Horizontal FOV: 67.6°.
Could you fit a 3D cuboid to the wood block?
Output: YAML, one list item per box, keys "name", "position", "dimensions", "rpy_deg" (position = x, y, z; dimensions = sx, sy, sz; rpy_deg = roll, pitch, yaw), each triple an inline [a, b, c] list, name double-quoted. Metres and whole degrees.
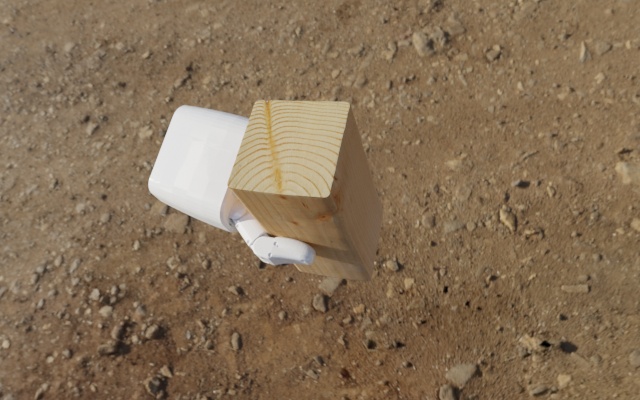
- name: "wood block"
  position: [0.000, 0.002, 0.474]
  dimensions: [0.090, 0.090, 0.206]
  rpy_deg: [6, -25, 19]
